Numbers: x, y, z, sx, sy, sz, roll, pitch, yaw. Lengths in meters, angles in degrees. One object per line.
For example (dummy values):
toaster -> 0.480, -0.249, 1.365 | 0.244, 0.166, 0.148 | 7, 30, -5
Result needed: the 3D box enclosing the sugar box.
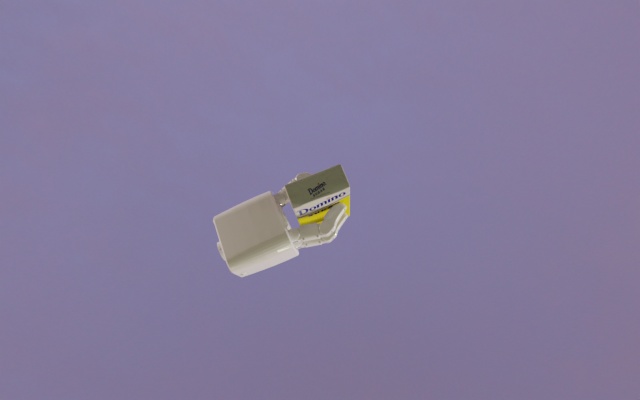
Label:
sugar box -> 0.000, 0.003, 0.782 | 0.093, 0.048, 0.176 | -21, -14, -2
